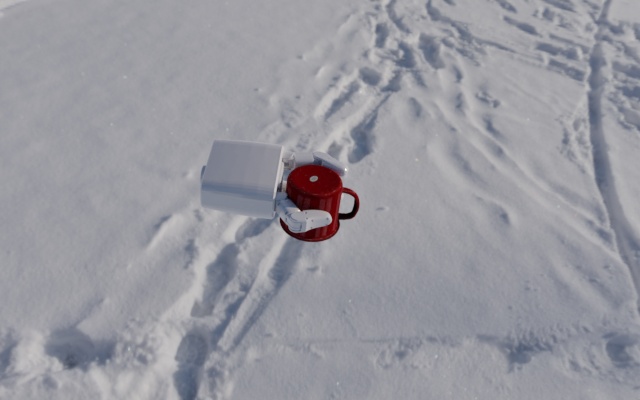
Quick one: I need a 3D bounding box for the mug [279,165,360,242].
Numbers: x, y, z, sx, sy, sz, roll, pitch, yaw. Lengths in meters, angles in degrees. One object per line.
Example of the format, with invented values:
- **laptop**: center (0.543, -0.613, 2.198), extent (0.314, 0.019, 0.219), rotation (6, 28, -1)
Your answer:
- **mug**: center (0.002, 0.002, 0.707), extent (0.117, 0.082, 0.093), rotation (6, 37, -3)
